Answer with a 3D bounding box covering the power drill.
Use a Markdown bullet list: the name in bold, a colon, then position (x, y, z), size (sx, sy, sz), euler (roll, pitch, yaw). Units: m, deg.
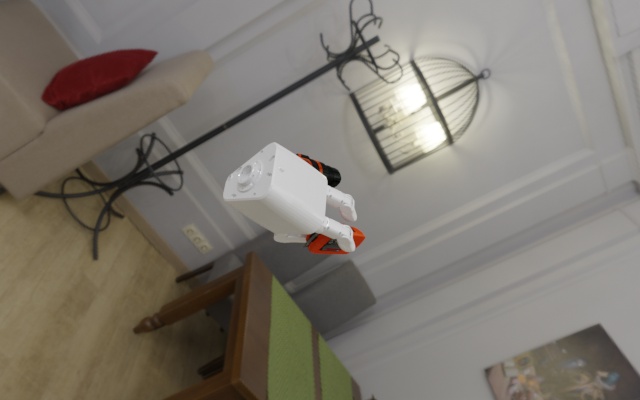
- **power drill**: position (0.000, 0.003, 0.816), size (0.184, 0.187, 0.057), euler (7, -46, -47)
